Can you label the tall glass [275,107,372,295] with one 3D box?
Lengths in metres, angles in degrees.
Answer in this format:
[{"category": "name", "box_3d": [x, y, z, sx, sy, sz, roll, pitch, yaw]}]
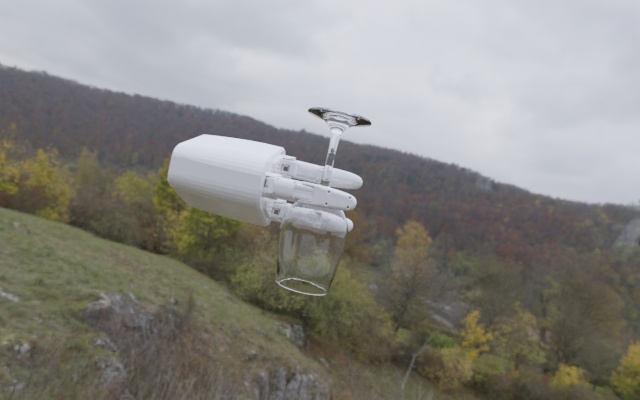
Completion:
[{"category": "tall glass", "box_3d": [0.000, 0.001, 0.542, 0.079, 0.201, 0.079, 12, 0, 0]}]
